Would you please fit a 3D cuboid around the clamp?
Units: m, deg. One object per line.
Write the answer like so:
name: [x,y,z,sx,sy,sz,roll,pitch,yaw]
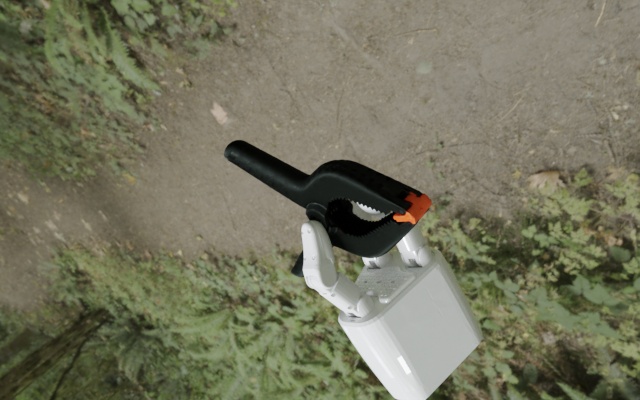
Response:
clamp: [0.000,0.002,0.429,0.210,0.164,0.036,-12,26,51]
